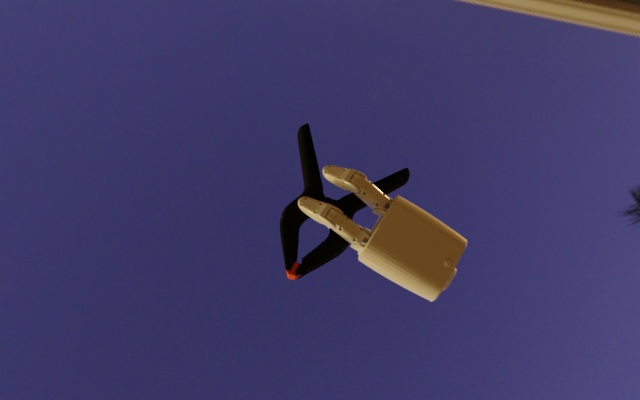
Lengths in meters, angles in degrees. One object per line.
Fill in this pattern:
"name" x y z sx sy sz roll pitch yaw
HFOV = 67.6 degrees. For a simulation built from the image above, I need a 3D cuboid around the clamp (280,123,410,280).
"clamp" 0.000 0.003 0.627 0.164 0.210 0.036 31 -19 10
